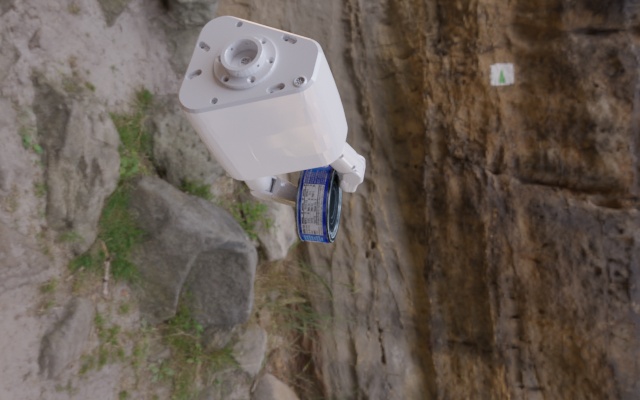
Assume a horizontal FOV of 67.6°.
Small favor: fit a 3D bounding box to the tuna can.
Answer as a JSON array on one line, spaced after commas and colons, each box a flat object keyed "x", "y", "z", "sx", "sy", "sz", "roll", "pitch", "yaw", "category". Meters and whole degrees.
[{"x": 0.001, "y": 0.002, "z": 0.502, "sx": 0.034, "sy": 0.086, "sz": 0.086, "roll": 4, "pitch": 1, "yaw": 11, "category": "tuna can"}]
